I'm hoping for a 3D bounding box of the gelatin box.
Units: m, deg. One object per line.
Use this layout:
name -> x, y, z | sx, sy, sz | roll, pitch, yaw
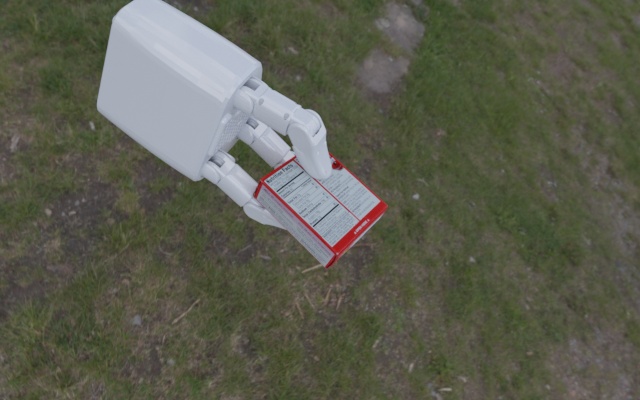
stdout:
gelatin box -> 0.000, 0.001, 0.401 | 0.073, 0.089, 0.030 | -40, -12, -37
